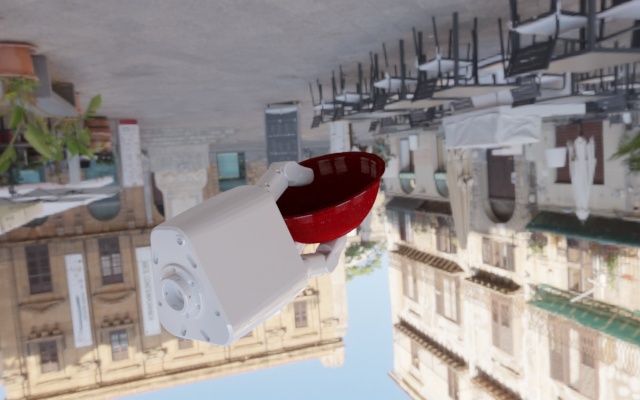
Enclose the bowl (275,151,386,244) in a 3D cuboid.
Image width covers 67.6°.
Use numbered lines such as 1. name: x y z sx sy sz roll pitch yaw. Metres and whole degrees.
1. bowl: 0.001 0.002 0.540 0.162 0.055 0.162 -15 24 7
